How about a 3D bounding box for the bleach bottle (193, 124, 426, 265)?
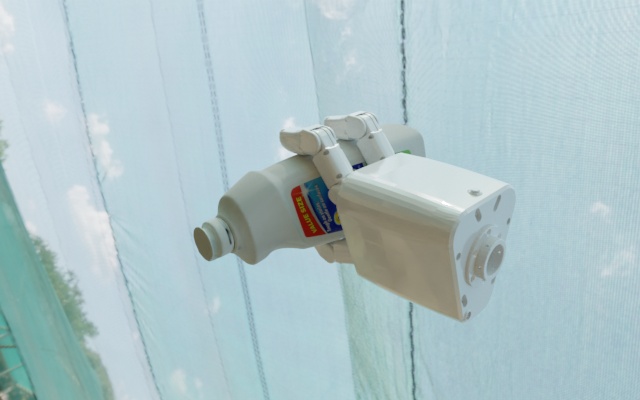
[{"bbox_3d":[0.000,0.001,0.449,0.251,0.103,0.068,-24,31,-38],"label":"bleach bottle"}]
